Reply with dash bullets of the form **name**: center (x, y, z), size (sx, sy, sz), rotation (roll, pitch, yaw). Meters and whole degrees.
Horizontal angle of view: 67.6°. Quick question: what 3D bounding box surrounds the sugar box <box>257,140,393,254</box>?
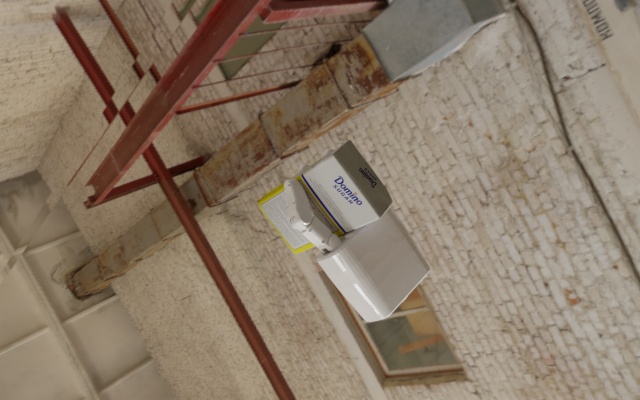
- **sugar box**: center (0.000, 0.002, 0.606), size (0.176, 0.093, 0.048), rotation (-28, 12, 46)
